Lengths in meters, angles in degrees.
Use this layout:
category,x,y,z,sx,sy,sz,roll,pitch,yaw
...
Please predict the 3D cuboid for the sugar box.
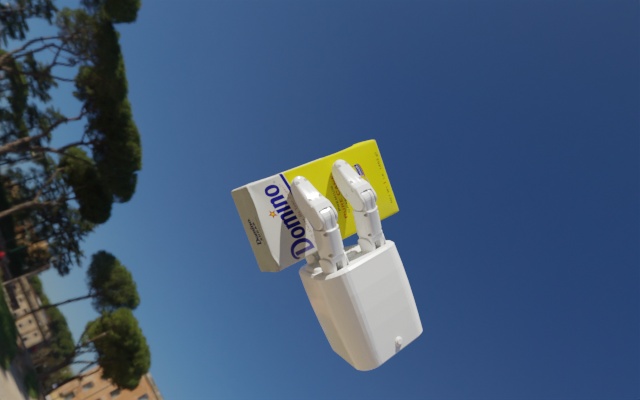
category,x,y,z,sx,sy,sz,roll,pitch,yaw
sugar box,0.001,0.002,0.525,0.176,0.093,0.048,-24,7,-35
